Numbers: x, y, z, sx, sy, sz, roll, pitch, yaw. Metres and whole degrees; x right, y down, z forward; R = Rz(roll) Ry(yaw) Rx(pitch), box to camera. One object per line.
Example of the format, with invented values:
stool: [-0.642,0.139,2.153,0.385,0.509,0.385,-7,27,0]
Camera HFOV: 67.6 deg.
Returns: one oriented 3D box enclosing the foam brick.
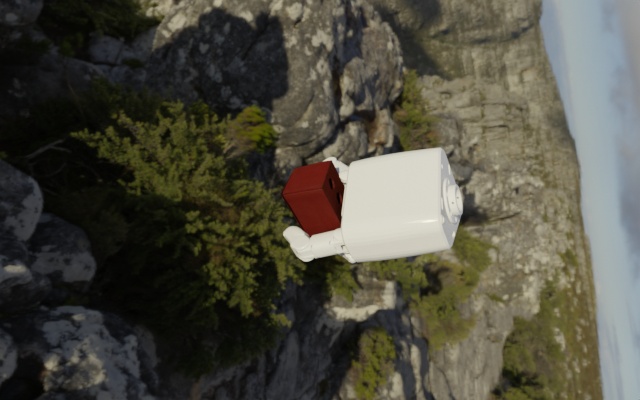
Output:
foam brick: [0.000,0.002,0.549,0.051,0.078,0.053,-11,36,26]
